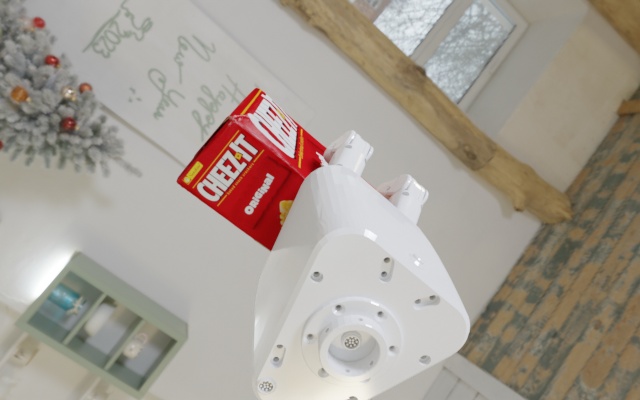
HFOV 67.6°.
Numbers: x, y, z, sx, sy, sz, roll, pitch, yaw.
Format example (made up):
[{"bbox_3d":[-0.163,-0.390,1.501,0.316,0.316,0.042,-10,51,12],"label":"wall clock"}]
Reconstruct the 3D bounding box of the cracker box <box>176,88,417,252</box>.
[{"bbox_3d":[0.000,0.002,0.419,0.214,0.072,0.164,39,14,-14],"label":"cracker box"}]
